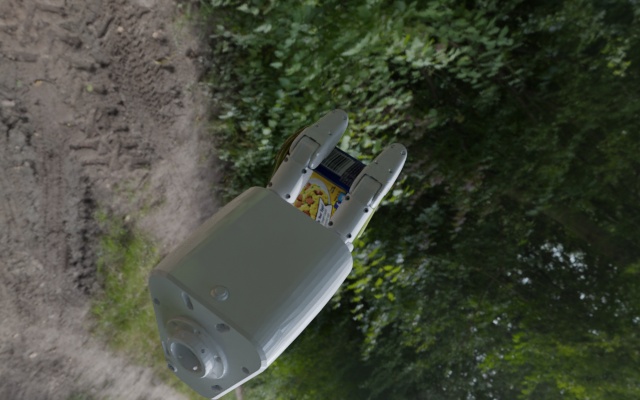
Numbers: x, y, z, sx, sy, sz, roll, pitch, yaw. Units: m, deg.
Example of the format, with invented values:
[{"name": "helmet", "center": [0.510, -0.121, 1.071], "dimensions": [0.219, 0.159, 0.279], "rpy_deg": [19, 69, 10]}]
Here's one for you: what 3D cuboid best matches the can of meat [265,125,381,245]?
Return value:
[{"name": "can of meat", "center": [0.000, 0.002, 0.411], "dimensions": [0.084, 0.102, 0.057], "rpy_deg": [33, 38, 12]}]
